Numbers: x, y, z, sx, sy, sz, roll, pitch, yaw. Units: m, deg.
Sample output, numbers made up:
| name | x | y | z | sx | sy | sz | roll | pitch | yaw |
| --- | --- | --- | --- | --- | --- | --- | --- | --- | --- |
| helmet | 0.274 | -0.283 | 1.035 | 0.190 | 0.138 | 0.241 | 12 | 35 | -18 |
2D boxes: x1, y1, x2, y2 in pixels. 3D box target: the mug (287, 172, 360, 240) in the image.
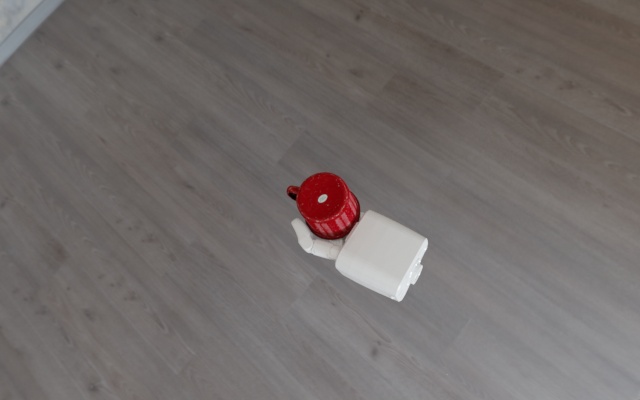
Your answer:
| name | x | y | z | sx | sy | sz | roll | pitch | yaw |
| --- | --- | --- | --- | --- | --- | --- | --- | --- | --- |
| mug | -0.001 | 0.002 | 0.744 | 0.117 | 0.093 | 0.081 | 23 | -12 | 19 |
